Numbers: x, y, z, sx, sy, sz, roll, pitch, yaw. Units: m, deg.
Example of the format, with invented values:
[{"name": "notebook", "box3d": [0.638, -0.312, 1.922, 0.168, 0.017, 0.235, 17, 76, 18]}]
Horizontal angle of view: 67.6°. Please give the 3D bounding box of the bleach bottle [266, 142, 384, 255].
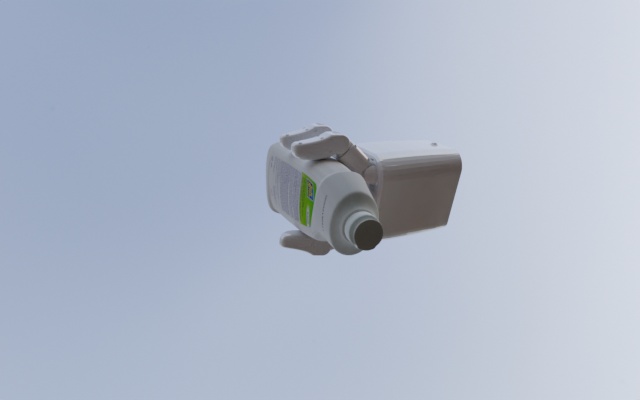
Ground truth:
[{"name": "bleach bottle", "box3d": [0.000, 0.002, 0.522, 0.068, 0.102, 0.250, -7, 19, -18]}]
